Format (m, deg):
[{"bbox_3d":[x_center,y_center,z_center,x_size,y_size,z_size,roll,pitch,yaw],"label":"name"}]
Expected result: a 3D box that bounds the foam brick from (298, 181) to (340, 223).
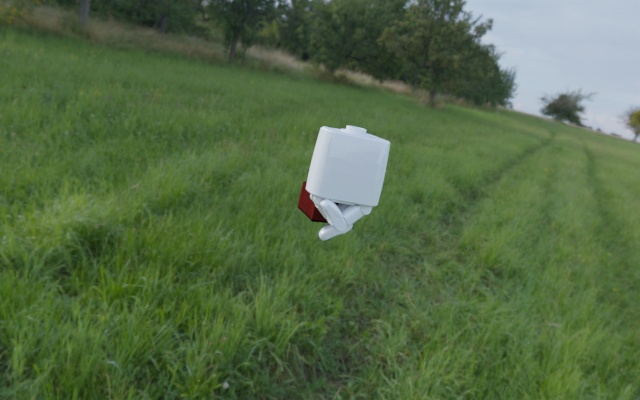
[{"bbox_3d":[0.000,0.003,0.837,0.053,0.051,0.078,5,15,-24],"label":"foam brick"}]
